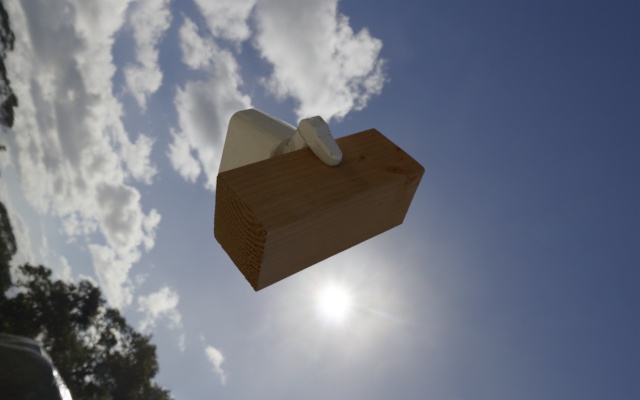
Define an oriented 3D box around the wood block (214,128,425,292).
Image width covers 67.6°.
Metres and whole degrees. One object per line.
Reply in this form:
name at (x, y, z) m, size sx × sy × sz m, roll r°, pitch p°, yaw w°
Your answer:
wood block at (0.000, 0.001, 0.513) m, size 0.206 × 0.091 × 0.090 m, roll -21°, pitch 52°, yaw -33°
